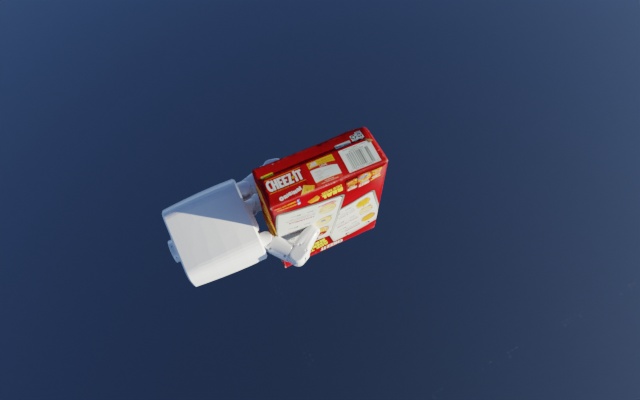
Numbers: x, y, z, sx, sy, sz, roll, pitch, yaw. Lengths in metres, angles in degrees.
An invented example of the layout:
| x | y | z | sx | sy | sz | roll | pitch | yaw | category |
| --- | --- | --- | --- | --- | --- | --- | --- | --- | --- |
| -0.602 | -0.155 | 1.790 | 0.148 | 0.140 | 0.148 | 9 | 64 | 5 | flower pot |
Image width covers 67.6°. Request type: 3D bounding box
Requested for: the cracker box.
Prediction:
| x | y | z | sx | sy | sz | roll | pitch | yaw | category |
| --- | --- | --- | --- | --- | --- | --- | --- | --- | --- |
| 0.000 | 0.002 | 0.690 | 0.164 | 0.072 | 0.214 | -23 | -24 | -10 | cracker box |
